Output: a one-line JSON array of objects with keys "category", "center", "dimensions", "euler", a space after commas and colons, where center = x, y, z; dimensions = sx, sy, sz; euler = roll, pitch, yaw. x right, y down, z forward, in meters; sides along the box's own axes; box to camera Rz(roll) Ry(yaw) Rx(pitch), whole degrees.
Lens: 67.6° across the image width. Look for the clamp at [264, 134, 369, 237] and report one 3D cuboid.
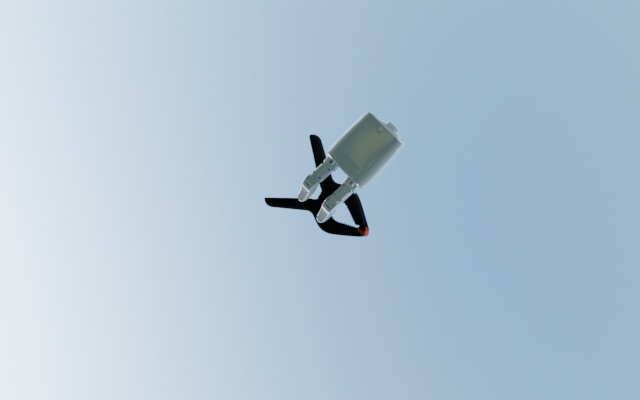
[{"category": "clamp", "center": [0.001, 0.003, 0.889], "dimensions": [0.164, 0.210, 0.036], "euler": [-47, -17, 15]}]
